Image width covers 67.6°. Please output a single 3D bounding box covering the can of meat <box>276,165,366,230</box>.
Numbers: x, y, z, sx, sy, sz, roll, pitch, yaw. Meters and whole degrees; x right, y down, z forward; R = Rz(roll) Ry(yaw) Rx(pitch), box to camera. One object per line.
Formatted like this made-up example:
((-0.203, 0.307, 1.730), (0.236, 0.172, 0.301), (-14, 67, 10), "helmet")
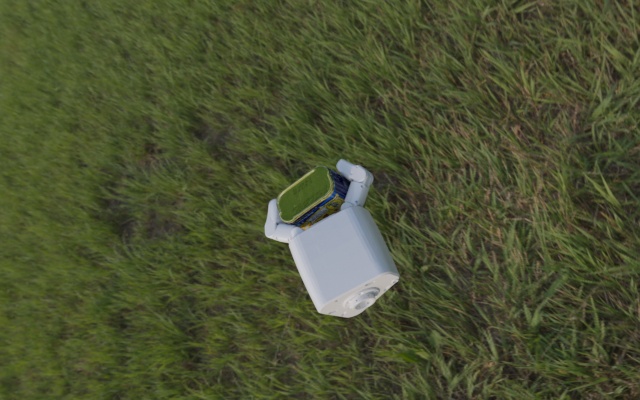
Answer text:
((0.000, 0.002, 0.683), (0.102, 0.057, 0.084), (-35, -34, 22), "can of meat")
